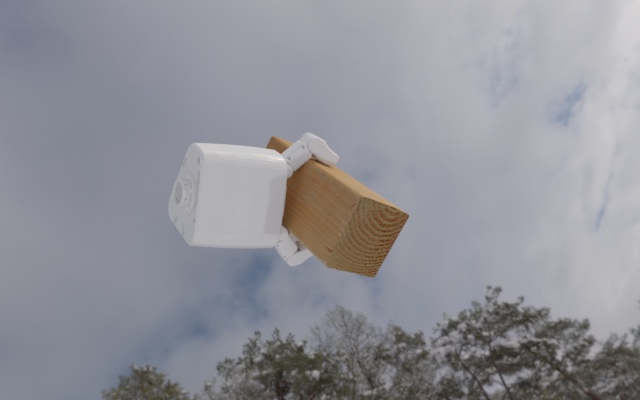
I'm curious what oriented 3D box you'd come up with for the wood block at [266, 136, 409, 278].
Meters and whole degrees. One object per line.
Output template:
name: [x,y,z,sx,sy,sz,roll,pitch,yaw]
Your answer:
wood block: [0.000,0.002,0.614,0.090,0.091,0.206,20,13,-42]
